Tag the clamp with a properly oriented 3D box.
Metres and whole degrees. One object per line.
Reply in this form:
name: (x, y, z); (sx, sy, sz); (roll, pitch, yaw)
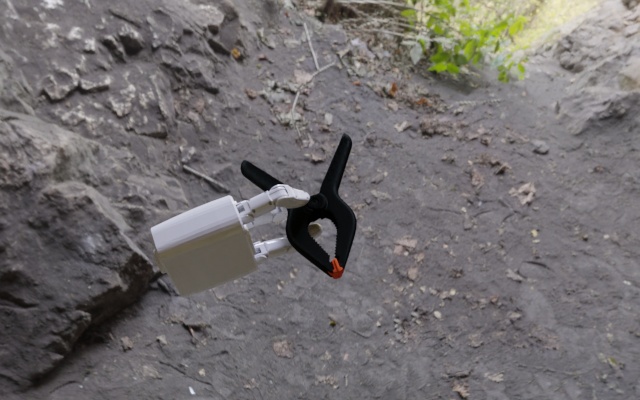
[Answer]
clamp: (0.000, 0.002, 0.648); (0.164, 0.210, 0.036); (-23, -26, -9)
